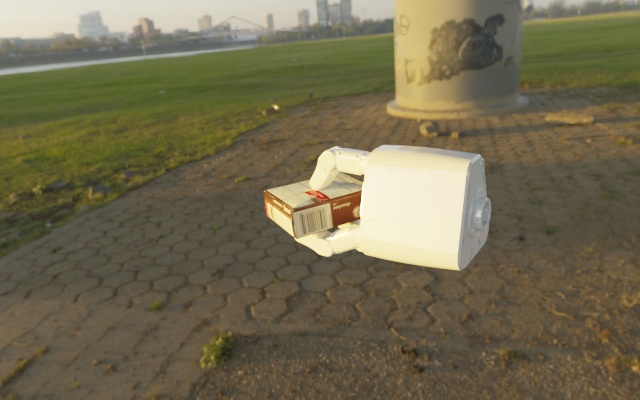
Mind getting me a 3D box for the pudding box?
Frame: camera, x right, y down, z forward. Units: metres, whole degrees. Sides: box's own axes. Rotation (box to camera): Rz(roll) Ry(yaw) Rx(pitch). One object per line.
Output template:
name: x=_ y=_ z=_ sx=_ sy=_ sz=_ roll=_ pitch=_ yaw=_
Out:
pudding box: x=0.000 y=0.002 z=0.575 sx=0.113 sy=0.039 sz=0.090 roll=-14 pitch=20 yaw=-24
